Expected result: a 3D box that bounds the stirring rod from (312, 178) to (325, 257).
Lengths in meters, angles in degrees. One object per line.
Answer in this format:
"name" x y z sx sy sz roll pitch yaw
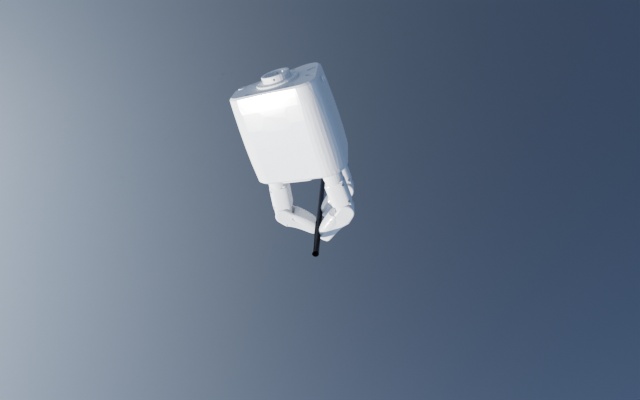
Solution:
"stirring rod" 0.000 0.002 0.647 0.011 0.011 0.239 0 29 3
